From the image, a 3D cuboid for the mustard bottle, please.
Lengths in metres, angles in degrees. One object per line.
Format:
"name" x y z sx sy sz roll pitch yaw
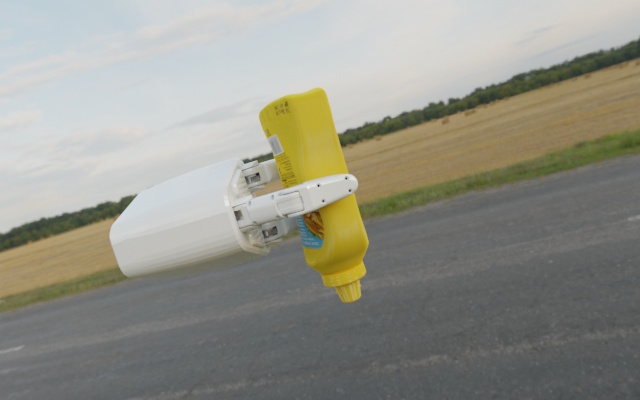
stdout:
"mustard bottle" 0.000 0.001 0.434 0.058 0.191 0.096 -19 6 -20
